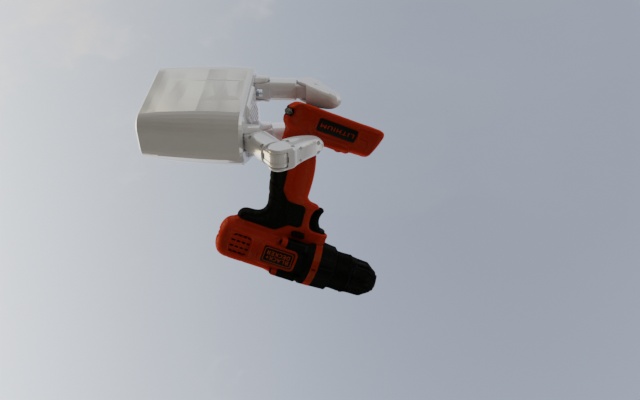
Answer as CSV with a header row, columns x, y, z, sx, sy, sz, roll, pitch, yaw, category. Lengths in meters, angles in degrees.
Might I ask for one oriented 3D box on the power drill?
x,y,z,sx,sy,sz,roll,pitch,yaw,category
0.000,0.001,0.515,0.184,0.187,0.057,19,8,-13,power drill
